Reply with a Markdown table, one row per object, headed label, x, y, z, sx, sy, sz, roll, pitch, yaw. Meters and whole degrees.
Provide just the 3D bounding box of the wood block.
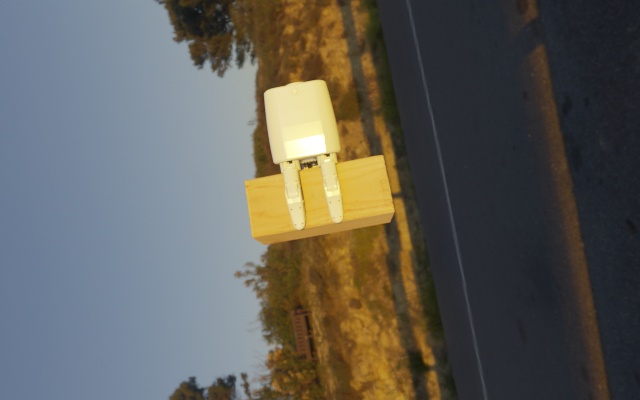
| label | x | y | z | sx | sy | sz | roll | pitch | yaw |
| --- | --- | --- | --- | --- | --- | --- | --- | --- | --- |
| wood block | 0.000 | 0.002 | 0.729 | 0.206 | 0.090 | 0.091 | -10 | -12 | 2 |
